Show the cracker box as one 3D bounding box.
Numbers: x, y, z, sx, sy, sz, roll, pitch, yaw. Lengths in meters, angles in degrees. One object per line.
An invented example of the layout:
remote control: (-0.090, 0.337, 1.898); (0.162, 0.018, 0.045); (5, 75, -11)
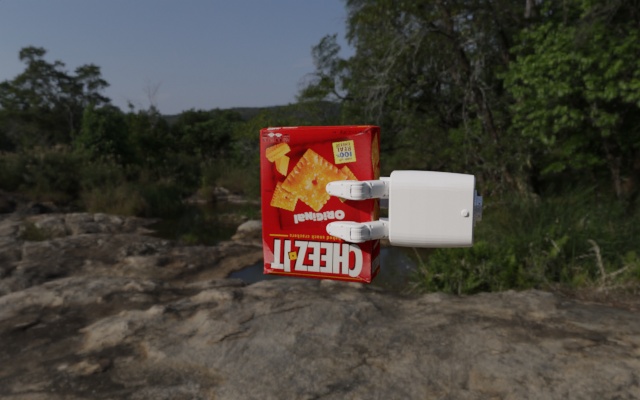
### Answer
cracker box: (0.000, 0.002, 0.682); (0.164, 0.214, 0.072); (2, 8, 18)
